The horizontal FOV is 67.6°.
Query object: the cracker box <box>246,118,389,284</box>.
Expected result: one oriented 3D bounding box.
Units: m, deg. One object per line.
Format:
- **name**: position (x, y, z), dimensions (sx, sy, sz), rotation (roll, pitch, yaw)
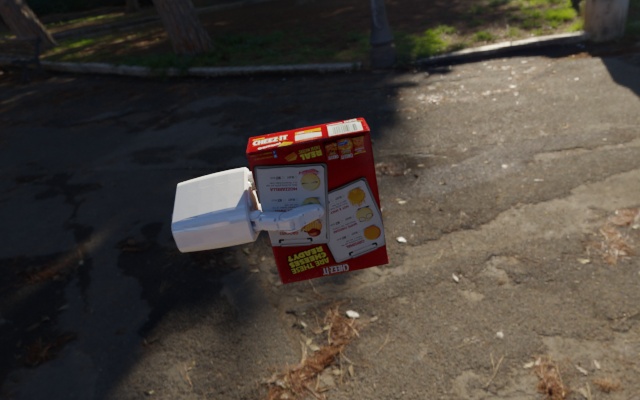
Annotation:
- **cracker box**: position (0.000, 0.002, 0.682), dimensions (0.164, 0.214, 0.072), rotation (-11, 28, 2)
